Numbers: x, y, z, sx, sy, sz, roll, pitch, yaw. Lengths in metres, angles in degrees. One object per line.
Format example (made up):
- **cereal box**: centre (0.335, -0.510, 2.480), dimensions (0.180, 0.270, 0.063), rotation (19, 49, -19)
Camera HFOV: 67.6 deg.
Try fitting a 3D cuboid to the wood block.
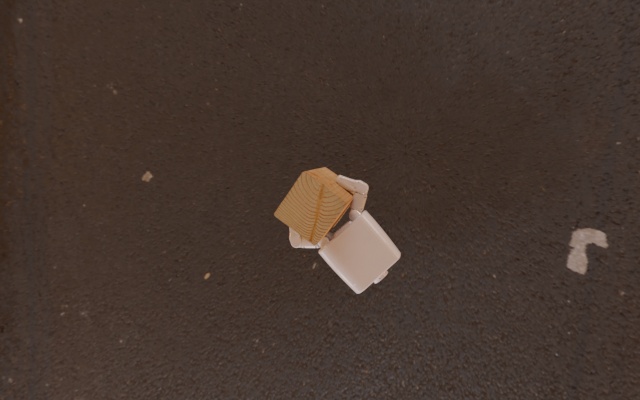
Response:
- **wood block**: centre (0.001, 0.003, 0.871), dimensions (0.090, 0.091, 0.206), rotation (37, 11, 4)
